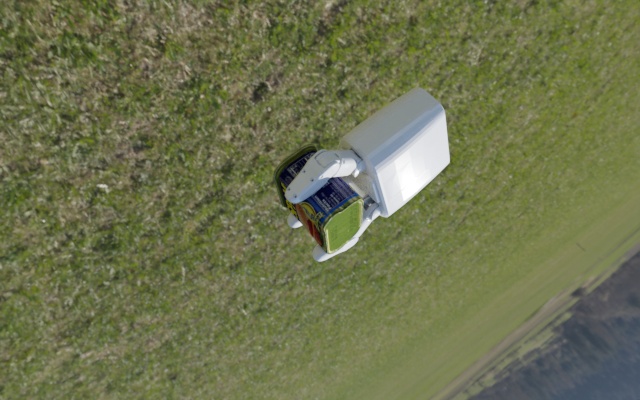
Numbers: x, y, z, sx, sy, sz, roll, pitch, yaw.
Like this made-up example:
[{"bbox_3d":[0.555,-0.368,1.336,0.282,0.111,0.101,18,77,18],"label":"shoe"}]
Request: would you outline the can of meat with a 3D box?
[{"bbox_3d":[0.000,0.002,0.519,0.057,0.084,0.102,-37,-23,-14],"label":"can of meat"}]
